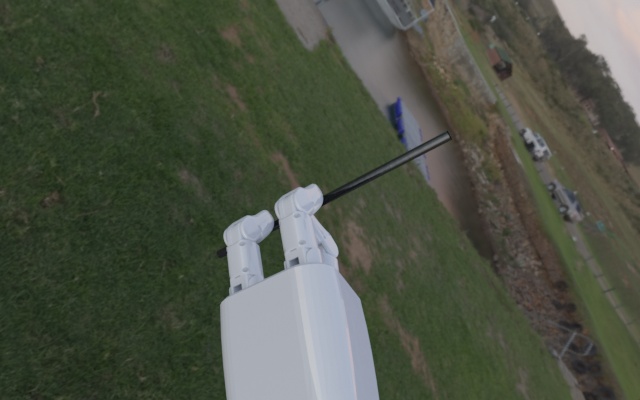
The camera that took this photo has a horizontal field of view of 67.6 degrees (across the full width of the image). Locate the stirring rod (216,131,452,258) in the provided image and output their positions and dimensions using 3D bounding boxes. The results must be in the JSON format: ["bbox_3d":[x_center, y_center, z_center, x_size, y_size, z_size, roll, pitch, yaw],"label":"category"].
[{"bbox_3d":[0.000,0.001,0.410,0.239,0.011,0.011,-27,-12,24],"label":"stirring rod"}]
